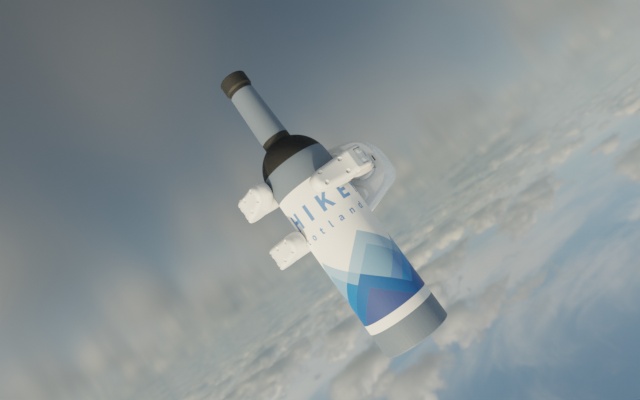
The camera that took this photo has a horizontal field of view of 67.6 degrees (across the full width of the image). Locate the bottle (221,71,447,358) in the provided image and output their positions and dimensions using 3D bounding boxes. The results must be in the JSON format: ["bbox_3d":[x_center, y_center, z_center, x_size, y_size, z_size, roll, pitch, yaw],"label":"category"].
[{"bbox_3d":[0.000,0.002,0.443,0.069,0.295,0.069,-35,-7,-5],"label":"bottle"}]
